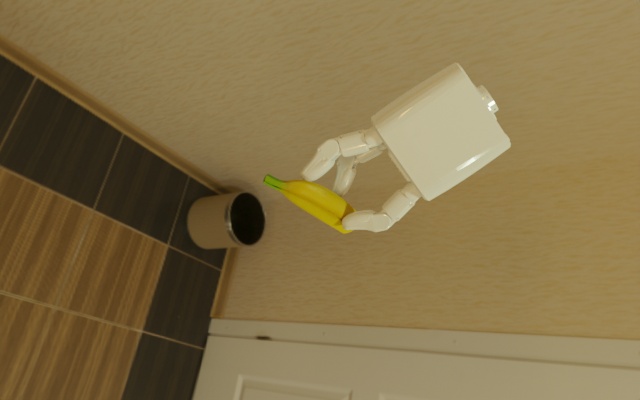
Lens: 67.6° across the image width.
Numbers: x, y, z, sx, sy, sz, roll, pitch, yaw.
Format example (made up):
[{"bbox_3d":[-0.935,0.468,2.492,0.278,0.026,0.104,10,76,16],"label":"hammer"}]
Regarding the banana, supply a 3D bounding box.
[{"bbox_3d":[0.011,0.010,0.597,0.069,0.037,0.198,34,0,35],"label":"banana"}]
